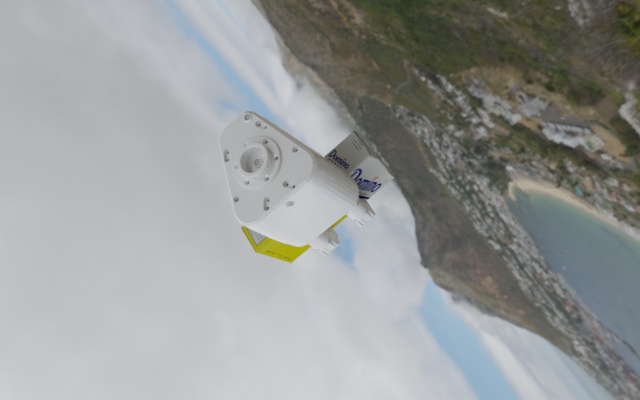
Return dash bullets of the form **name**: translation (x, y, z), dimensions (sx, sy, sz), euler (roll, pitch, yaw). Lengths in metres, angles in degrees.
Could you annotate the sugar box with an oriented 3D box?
- **sugar box**: translation (0.000, 0.002, 0.578), dimensions (0.176, 0.048, 0.093), euler (-38, -27, 11)
